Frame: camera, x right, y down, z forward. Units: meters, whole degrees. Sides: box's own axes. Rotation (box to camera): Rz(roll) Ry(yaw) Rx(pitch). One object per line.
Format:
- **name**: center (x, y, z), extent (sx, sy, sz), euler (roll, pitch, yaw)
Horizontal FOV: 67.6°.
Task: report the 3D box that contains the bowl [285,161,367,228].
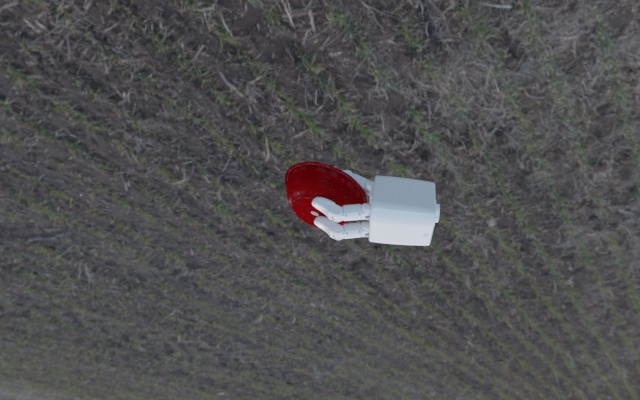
- **bowl**: center (-0.001, 0.003, 0.871), extent (0.162, 0.055, 0.162), euler (17, -33, 11)
